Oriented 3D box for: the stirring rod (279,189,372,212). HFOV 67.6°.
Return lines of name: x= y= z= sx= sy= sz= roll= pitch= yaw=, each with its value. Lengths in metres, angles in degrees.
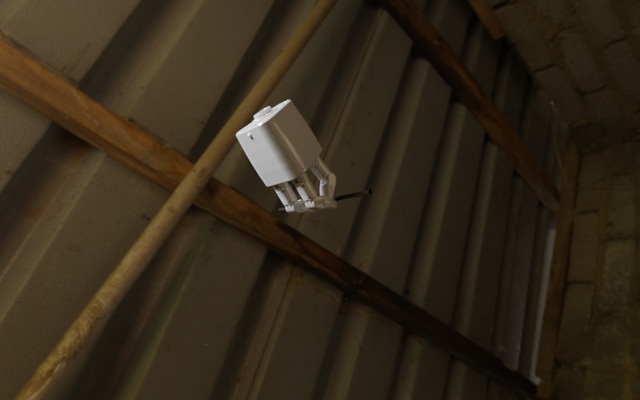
stirring rod: x=0.000 y=0.003 z=0.859 sx=0.011 sy=0.011 sz=0.239 roll=0 pitch=-8 yaw=-42
